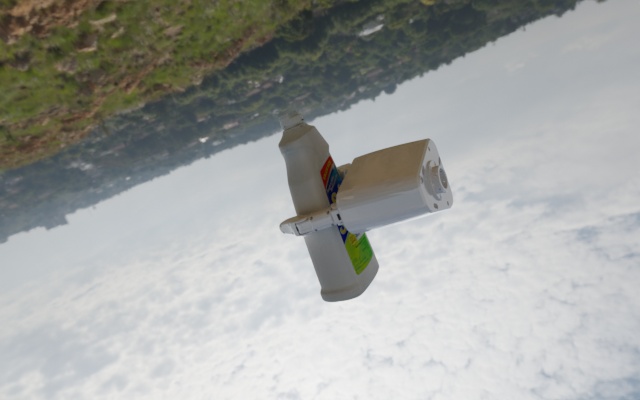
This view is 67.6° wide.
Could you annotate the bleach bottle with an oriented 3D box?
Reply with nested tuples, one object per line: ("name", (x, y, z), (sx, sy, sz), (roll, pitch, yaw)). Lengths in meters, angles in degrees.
("bleach bottle", (0.000, 0.002, 0.639), (0.068, 0.251, 0.102), (-15, 13, 31))
